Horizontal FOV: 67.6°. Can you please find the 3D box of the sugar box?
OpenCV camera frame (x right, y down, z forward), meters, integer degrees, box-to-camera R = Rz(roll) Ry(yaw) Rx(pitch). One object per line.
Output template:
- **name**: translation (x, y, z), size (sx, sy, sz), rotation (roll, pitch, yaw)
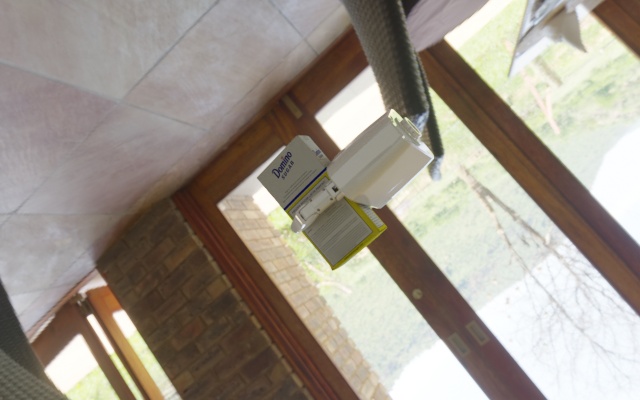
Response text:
- **sugar box**: translation (0.000, 0.002, 0.673), size (0.093, 0.176, 0.048), rotation (-43, -12, 21)
